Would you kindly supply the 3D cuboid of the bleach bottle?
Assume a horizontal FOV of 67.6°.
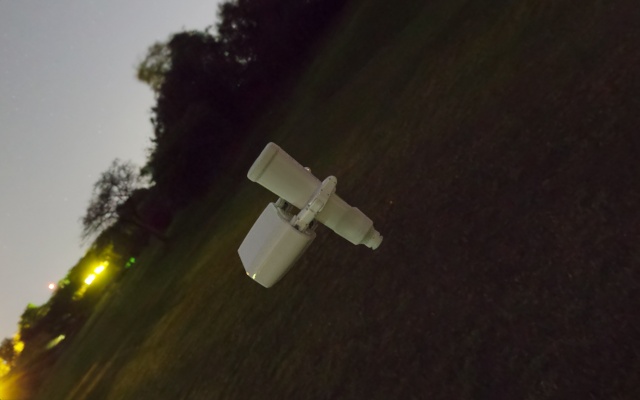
[{"bbox_3d":[0.000,0.003,0.794,0.251,0.068,0.102,36,6,-11],"label":"bleach bottle"}]
